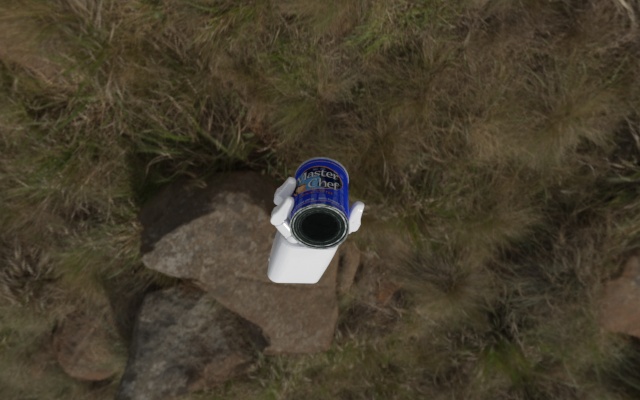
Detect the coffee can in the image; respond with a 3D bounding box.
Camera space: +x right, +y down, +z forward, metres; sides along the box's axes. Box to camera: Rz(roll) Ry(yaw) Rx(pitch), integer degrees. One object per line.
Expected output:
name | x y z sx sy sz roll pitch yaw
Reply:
coffee can | 0.000 0.003 0.853 0.103 0.103 0.140 0 38 2
